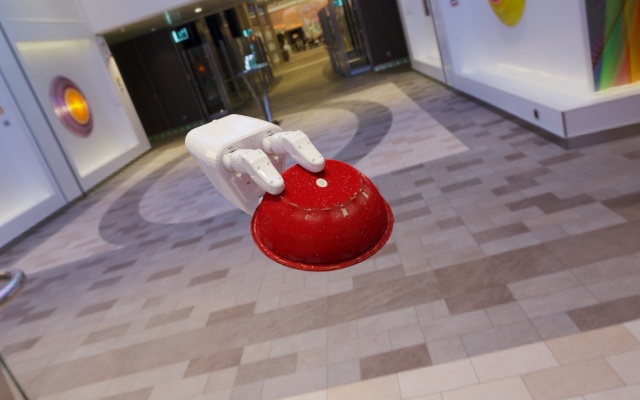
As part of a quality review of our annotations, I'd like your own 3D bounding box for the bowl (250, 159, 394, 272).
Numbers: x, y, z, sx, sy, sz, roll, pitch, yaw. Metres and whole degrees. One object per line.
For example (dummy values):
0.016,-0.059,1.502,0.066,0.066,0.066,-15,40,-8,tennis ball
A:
0.001,0.002,0.525,0.162,0.055,0.162,-2,39,2,bowl
